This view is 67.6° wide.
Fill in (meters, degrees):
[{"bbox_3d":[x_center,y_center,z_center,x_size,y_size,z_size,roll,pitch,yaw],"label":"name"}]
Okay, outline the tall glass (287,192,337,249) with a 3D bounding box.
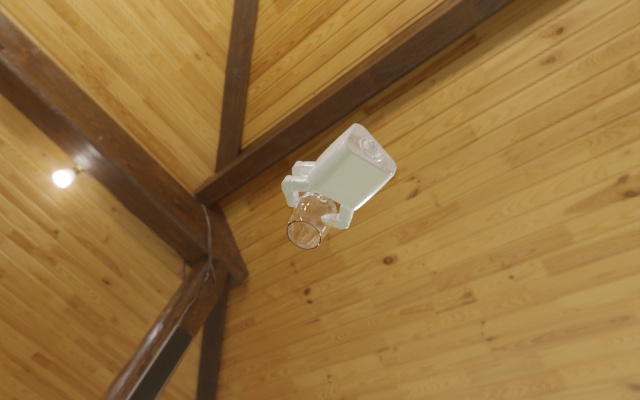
[{"bbox_3d":[0.000,0.003,0.878,0.079,0.079,0.201,0,34,21],"label":"tall glass"}]
